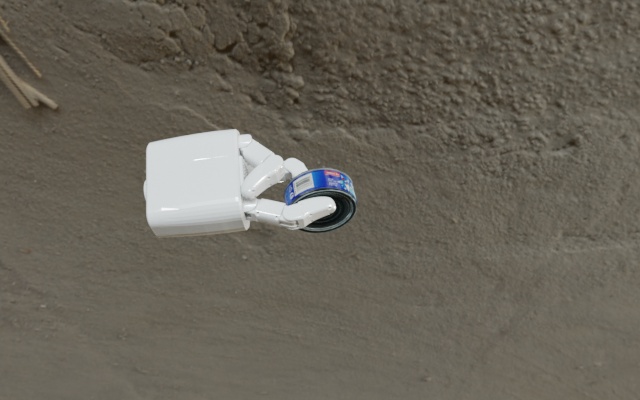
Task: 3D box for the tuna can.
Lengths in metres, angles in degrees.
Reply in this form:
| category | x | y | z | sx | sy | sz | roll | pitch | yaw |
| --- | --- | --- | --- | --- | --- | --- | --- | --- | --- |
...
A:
| category | x | y | z | sx | sy | sz | roll | pitch | yaw |
| --- | --- | --- | --- | --- | --- | --- | --- | --- | --- |
| tuna can | 0.000 | 0.002 | 0.570 | 0.086 | 0.033 | 0.086 | -7 | -39 | -5 |
